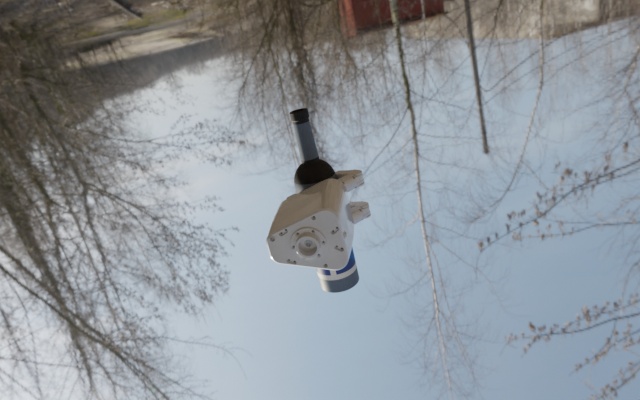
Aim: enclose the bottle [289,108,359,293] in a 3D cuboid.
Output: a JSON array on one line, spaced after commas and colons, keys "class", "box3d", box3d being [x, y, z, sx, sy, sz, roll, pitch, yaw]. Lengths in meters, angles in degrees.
[{"class": "bottle", "box3d": [0.000, 0.003, 0.749, 0.069, 0.296, 0.069, -12, 21, 5]}]
